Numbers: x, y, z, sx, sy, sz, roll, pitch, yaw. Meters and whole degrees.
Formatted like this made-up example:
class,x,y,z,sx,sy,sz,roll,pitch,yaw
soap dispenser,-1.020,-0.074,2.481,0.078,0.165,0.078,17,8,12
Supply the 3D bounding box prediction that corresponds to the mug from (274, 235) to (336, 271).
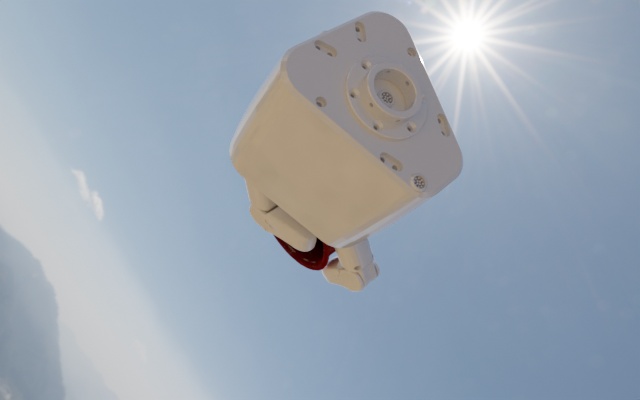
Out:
class,x,y,z,sx,sy,sz,roll,pitch,yaw
mug,0.000,0.002,0.414,0.081,0.093,0.117,-32,-1,-28
